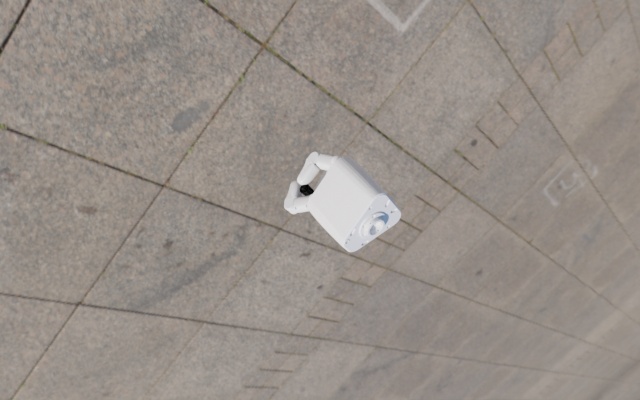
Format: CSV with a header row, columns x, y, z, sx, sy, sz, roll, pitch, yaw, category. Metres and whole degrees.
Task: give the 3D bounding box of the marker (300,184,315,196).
x,y,z,sx,sy,sz,roll,pitch,yaw,category
0.000,0.003,0.840,0.020,0.020,0.121,0,-25,33,marker
